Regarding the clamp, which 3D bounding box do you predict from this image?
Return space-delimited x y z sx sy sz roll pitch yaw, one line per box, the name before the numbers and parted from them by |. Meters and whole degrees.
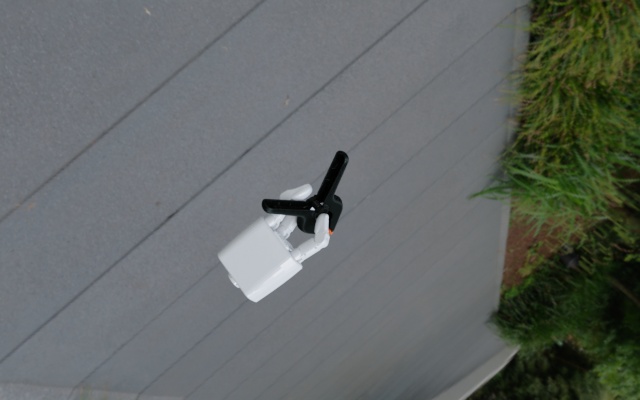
clamp | 0.001 0.004 0.856 0.164 0.036 0.210 -36 -30 0
